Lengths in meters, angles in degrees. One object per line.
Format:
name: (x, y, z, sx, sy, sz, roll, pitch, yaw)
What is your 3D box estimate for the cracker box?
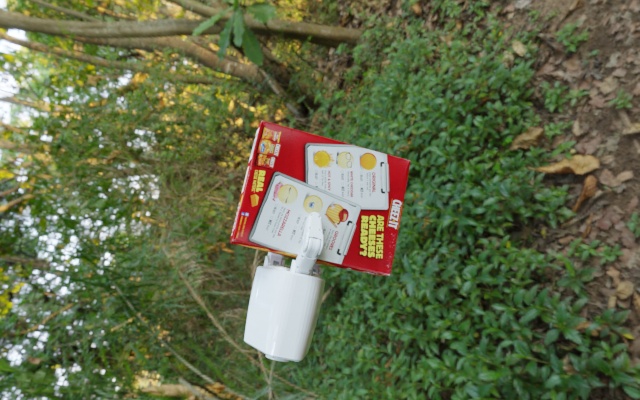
cracker box: (0.000, 0.002, 0.654, 0.214, 0.164, 0.072, 14, -10, -11)
